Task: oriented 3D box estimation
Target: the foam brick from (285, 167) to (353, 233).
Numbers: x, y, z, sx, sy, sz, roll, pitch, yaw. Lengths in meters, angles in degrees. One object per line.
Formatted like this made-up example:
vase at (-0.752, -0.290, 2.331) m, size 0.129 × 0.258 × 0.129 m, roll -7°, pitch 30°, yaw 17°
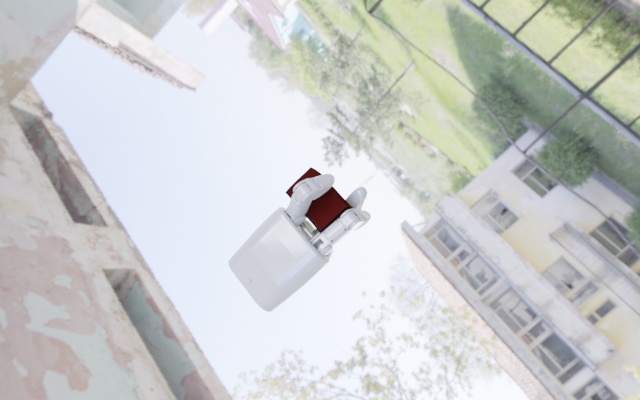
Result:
foam brick at (0.000, 0.002, 0.648) m, size 0.051 × 0.078 × 0.053 m, roll -44°, pitch -19°, yaw 6°
